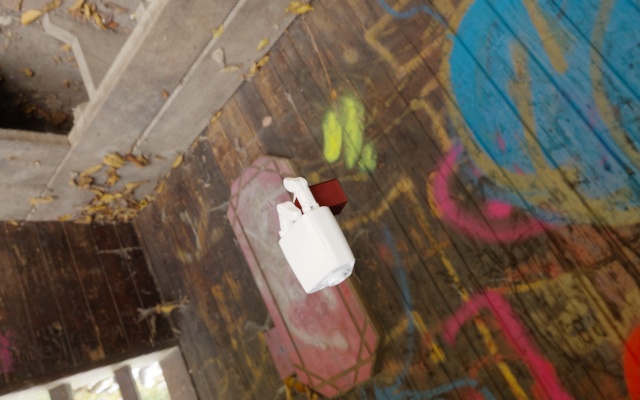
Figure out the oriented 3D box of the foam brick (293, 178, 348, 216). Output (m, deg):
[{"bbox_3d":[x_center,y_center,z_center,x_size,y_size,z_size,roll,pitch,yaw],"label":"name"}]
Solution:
[{"bbox_3d":[0.000,0.003,0.861,0.078,0.051,0.053,-18,-24,-28],"label":"foam brick"}]
